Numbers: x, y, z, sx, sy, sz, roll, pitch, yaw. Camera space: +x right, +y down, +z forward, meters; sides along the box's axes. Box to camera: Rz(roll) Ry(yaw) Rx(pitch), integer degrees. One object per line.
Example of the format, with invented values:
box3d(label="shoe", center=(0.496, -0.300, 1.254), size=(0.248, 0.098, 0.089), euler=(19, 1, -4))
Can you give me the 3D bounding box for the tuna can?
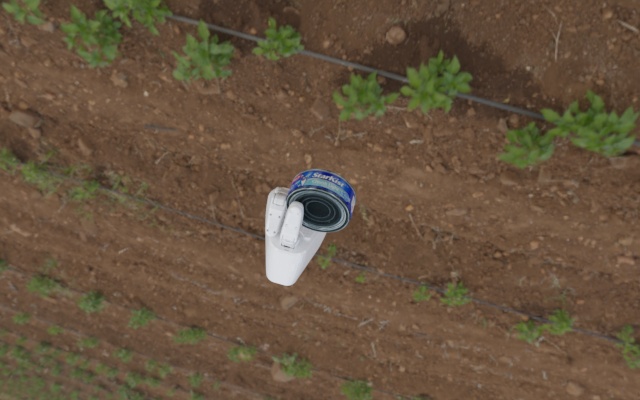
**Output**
box3d(label="tuna can", center=(0.000, 0.002, 0.604), size=(0.086, 0.033, 0.086), euler=(11, -41, 10))
